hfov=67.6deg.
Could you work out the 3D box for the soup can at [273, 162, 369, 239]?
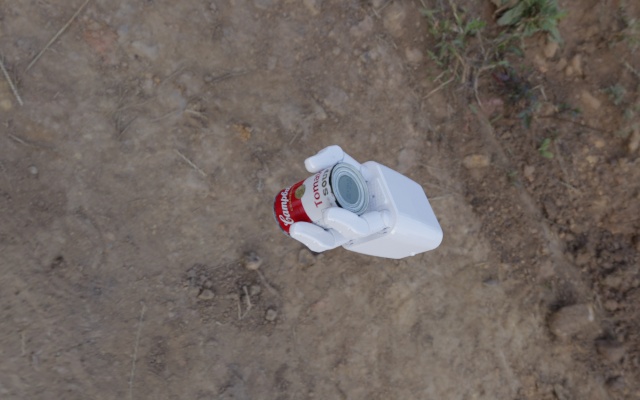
[{"bbox_3d":[0.000,0.002,0.580,0.102,0.068,0.068,-23,-16,41],"label":"soup can"}]
